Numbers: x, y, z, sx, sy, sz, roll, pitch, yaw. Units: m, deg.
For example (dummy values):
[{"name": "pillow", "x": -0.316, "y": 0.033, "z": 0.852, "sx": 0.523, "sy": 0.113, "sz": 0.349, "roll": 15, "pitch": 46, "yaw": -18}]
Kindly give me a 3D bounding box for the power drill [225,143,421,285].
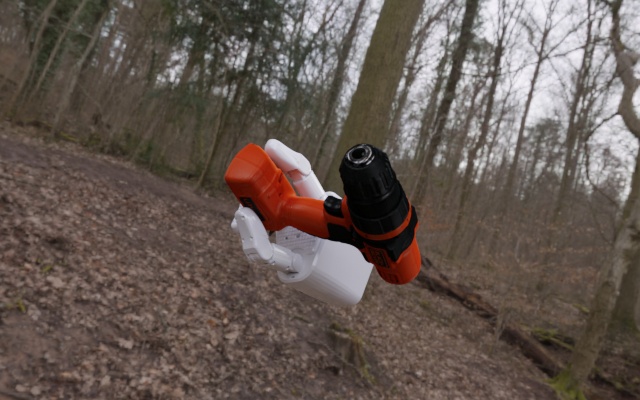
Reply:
[{"name": "power drill", "x": 0.000, "y": 0.001, "z": 0.455, "sx": 0.187, "sy": 0.057, "sz": 0.185, "roll": 19, "pitch": -29, "yaw": 32}]
